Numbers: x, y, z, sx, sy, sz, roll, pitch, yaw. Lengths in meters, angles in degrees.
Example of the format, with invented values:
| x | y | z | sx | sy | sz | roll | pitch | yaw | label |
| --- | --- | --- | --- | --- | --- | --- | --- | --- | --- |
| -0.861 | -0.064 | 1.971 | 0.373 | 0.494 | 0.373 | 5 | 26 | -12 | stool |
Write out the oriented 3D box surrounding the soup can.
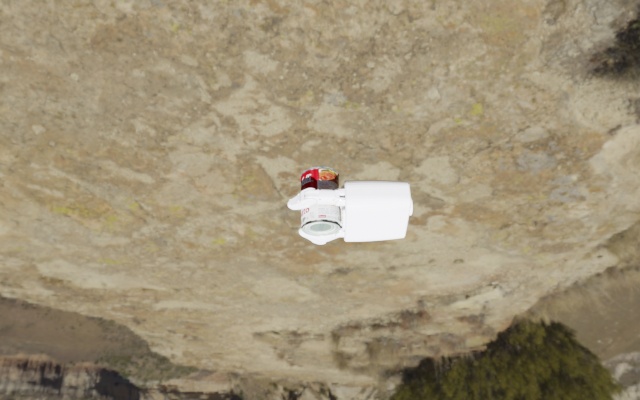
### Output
| x | y | z | sx | sy | sz | roll | pitch | yaw | label |
| --- | --- | --- | --- | --- | --- | --- | --- | --- | --- |
| 0.000 | 0.003 | 0.816 | 0.068 | 0.102 | 0.068 | -1 | -25 | -1 | soup can |
